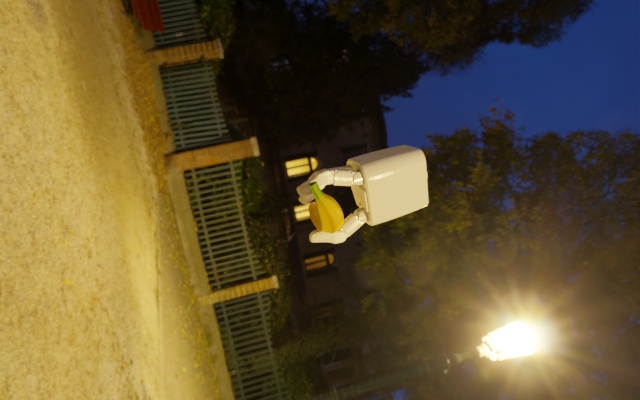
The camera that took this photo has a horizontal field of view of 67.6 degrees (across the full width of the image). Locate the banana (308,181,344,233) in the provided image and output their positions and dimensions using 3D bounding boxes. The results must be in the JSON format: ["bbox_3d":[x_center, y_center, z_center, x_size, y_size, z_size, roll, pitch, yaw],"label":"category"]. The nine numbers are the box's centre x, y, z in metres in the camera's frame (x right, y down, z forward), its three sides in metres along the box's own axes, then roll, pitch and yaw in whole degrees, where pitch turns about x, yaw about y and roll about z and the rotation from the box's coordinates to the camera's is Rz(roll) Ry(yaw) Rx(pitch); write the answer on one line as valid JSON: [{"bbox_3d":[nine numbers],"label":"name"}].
[{"bbox_3d":[0.007,0.019,0.731,0.037,0.069,0.198,-22,-9,-7],"label":"banana"}]
